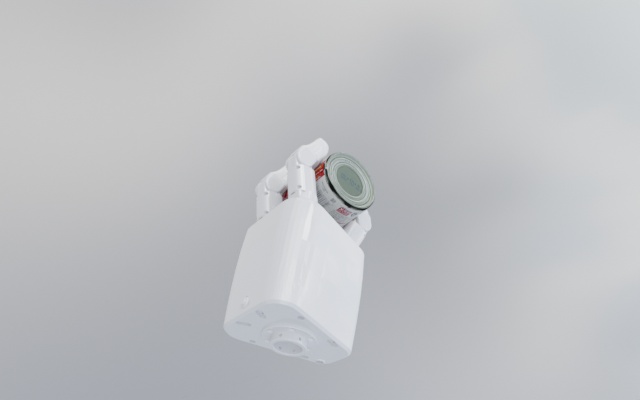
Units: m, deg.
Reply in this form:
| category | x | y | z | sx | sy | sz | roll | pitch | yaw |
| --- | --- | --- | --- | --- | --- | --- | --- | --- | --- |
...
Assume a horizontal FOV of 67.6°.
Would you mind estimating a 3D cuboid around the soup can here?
| category | x | y | z | sx | sy | sz | roll | pitch | yaw |
| --- | --- | --- | --- | --- | --- | --- | --- | --- | --- |
| soup can | 0.000 | 0.001 | 0.511 | 0.068 | 0.068 | 0.102 | 0 | -27 | -44 |
